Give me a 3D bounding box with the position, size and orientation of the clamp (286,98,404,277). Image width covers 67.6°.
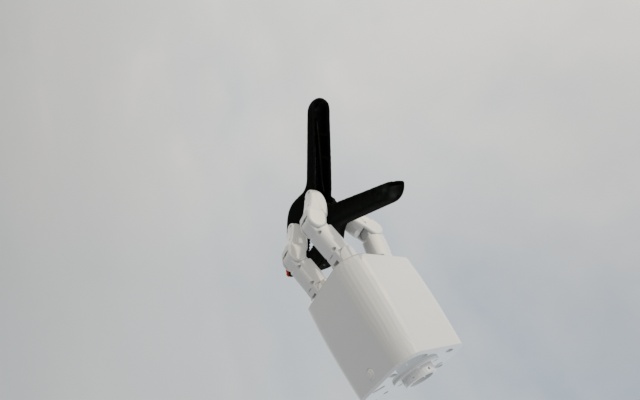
[{"bbox_3d":[0.001,0.002,0.542,0.036,0.164,0.210,-3,-42,-34],"label":"clamp"}]
